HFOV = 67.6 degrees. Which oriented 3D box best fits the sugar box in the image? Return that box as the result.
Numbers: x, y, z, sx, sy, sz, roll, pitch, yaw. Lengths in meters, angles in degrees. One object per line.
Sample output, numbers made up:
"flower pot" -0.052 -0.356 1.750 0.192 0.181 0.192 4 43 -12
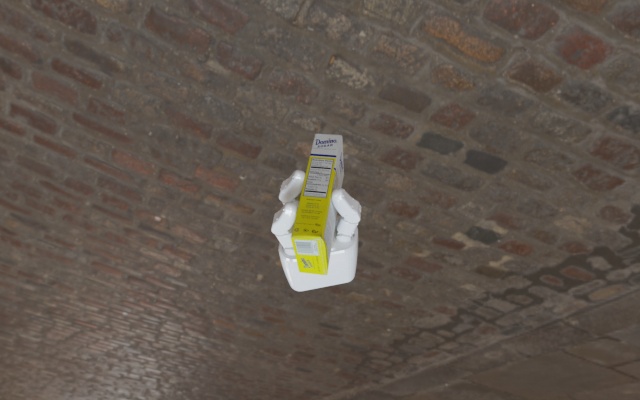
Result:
"sugar box" 0.000 0.002 0.655 0.048 0.176 0.093 3 -37 7
